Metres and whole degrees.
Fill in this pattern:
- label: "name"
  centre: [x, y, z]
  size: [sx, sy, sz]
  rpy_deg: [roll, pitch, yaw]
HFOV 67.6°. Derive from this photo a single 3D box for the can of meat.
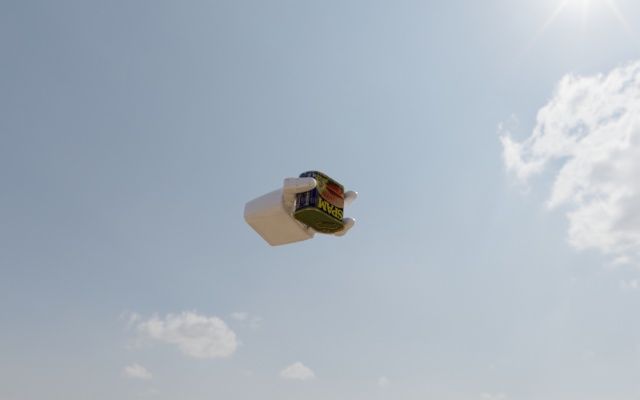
- label: "can of meat"
  centre: [0.000, 0.003, 0.877]
  size: [0.057, 0.084, 0.102]
  rpy_deg: [-19, -36, 37]
